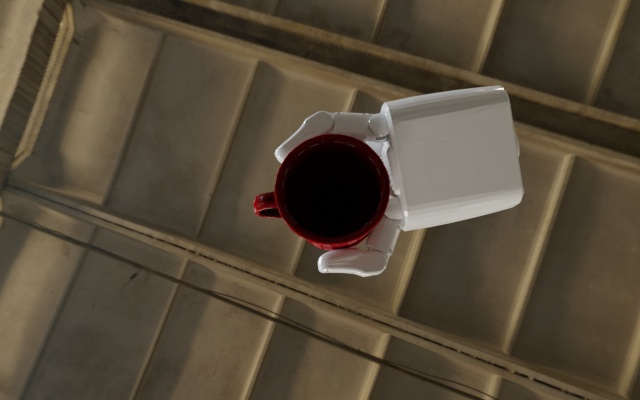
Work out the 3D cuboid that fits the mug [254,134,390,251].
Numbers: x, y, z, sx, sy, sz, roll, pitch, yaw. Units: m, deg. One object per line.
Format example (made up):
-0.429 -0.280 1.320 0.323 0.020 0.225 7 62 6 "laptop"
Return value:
-0.001 0.002 0.421 0.117 0.093 0.081 -9 -14 2 "mug"
